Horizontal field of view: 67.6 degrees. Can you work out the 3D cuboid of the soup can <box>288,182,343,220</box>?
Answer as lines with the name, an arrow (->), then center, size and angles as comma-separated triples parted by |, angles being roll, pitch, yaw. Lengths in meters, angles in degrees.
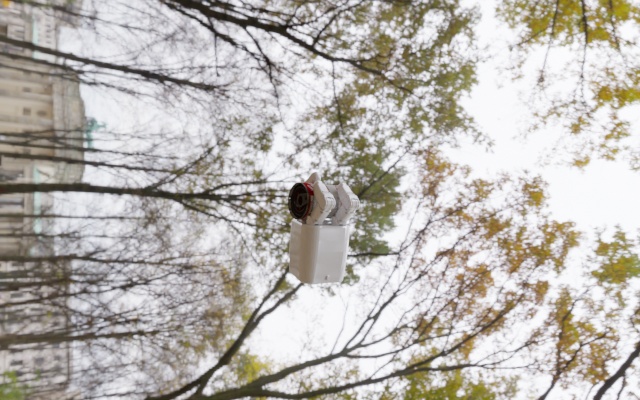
soup can -> 0.000, 0.002, 0.889 | 0.102, 0.068, 0.068 | 3, -2, -35
